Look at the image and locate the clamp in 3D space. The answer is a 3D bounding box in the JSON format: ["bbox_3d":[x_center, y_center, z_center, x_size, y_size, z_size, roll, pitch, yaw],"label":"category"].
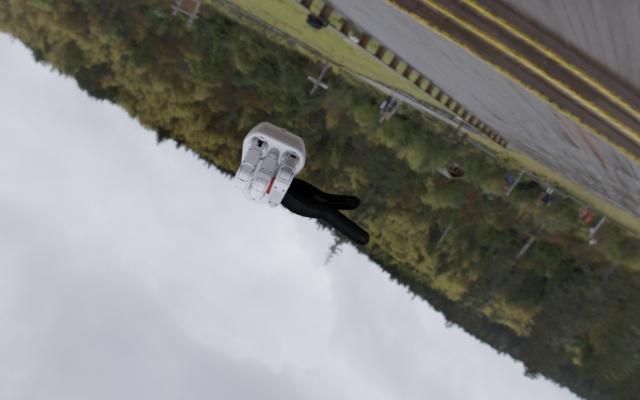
[{"bbox_3d":[0.000,0.003,0.752,0.171,0.039,0.120,28,20,-9],"label":"clamp"}]
